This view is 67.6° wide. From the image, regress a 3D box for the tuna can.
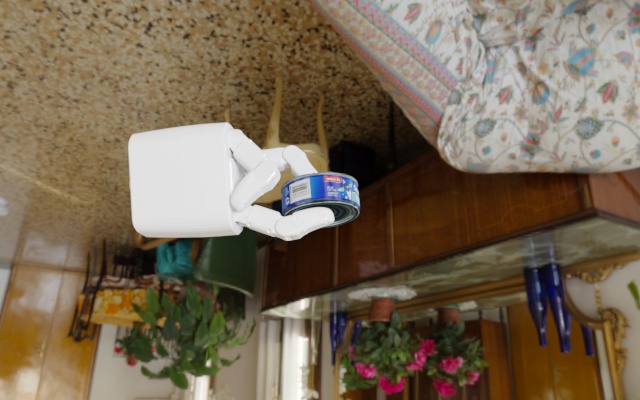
[{"bbox_3d":[0.000,0.002,0.522,0.086,0.033,0.086,-4,-22,-2],"label":"tuna can"}]
